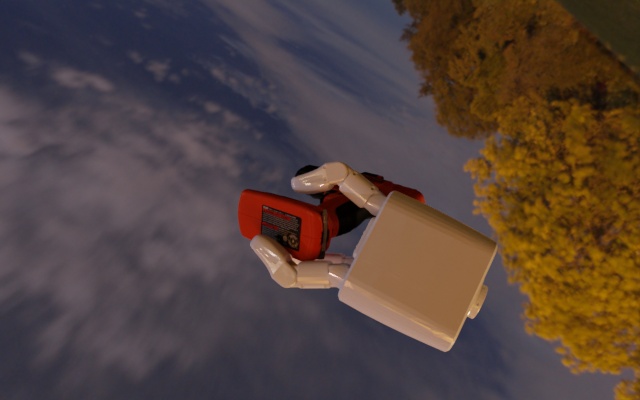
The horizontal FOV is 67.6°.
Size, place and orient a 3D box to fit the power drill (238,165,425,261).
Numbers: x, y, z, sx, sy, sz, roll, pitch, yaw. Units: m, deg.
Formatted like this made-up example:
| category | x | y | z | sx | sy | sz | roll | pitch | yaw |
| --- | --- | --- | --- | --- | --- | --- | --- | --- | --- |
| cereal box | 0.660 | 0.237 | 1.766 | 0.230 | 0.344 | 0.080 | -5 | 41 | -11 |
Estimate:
| category | x | y | z | sx | sy | sz | roll | pitch | yaw |
| --- | --- | --- | --- | --- | --- | --- | --- | --- | --- |
| power drill | 0.000 | 0.002 | 0.540 | 0.184 | 0.057 | 0.187 | 15 | 22 | 36 |
